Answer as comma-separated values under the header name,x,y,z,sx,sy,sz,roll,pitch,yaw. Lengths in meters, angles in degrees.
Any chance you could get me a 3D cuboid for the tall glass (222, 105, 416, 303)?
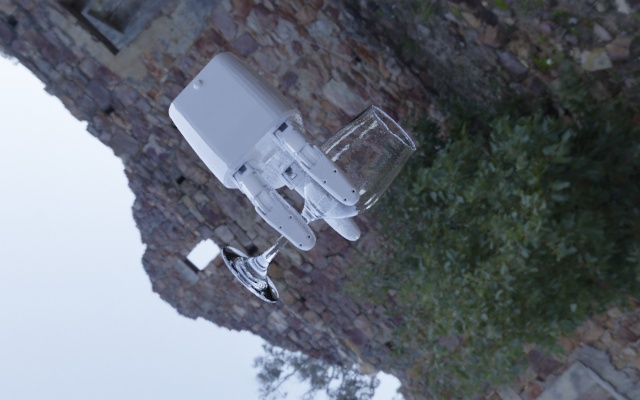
name,x,y,z,sx,sy,sz,roll,pitch,yaw
tall glass,0.000,0.002,0.462,0.079,0.201,0.079,44,4,-4
